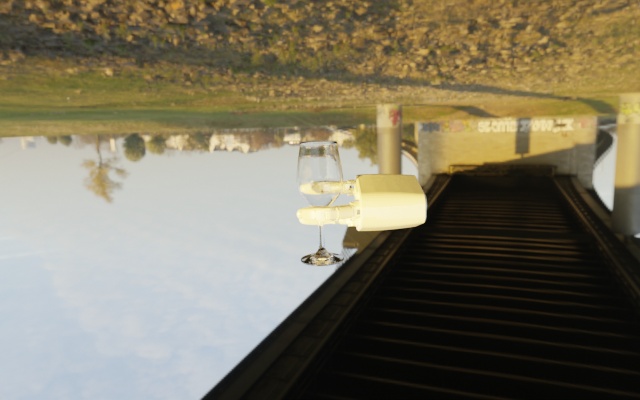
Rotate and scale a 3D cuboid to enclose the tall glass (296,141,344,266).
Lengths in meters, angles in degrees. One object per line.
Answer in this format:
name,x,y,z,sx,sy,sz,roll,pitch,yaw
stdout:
tall glass,0.000,0.003,0.797,0.079,0.201,0.079,-2,10,0
